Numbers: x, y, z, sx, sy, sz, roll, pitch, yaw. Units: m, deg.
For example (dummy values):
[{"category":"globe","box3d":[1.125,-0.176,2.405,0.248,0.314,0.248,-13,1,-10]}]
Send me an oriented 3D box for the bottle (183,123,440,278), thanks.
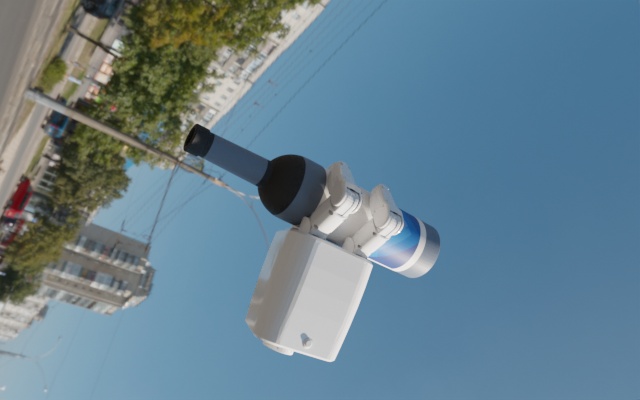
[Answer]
[{"category":"bottle","box3d":[0.000,0.002,0.493,0.296,0.069,0.069,27,-13,-28]}]
